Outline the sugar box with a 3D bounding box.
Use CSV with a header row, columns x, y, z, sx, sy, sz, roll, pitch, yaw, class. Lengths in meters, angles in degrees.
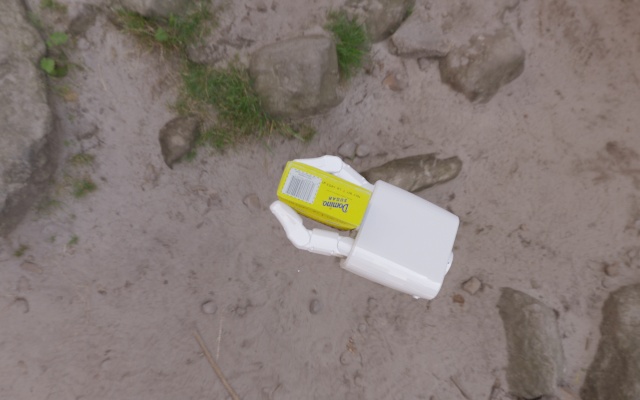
x,y,z,sx,sy,sz,roll,pitch,yaw,class
0.000,0.002,0.566,0.093,0.048,0.176,22,-9,1,sugar box
